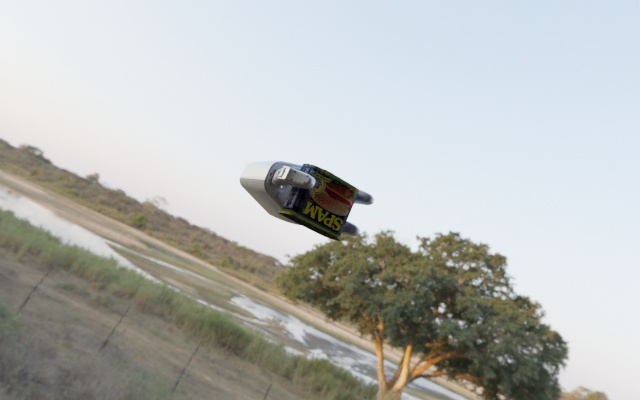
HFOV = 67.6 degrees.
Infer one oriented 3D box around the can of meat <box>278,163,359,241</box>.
[{"bbox_3d":[0.000,0.002,0.723,0.102,0.084,0.057,29,-11,-27],"label":"can of meat"}]
